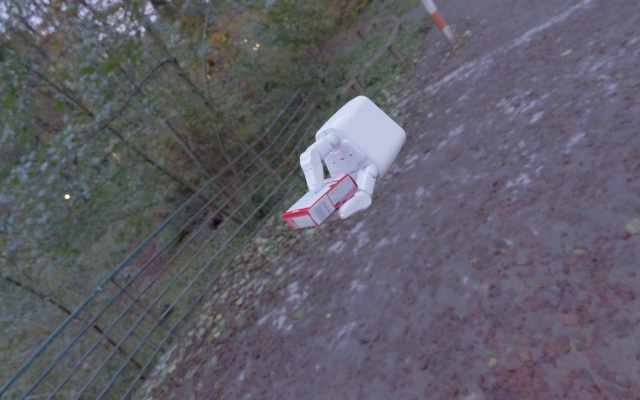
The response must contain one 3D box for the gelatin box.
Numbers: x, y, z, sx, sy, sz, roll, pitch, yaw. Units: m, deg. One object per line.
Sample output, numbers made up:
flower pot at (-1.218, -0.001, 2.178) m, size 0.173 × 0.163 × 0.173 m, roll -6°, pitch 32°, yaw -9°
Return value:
gelatin box at (0.000, 0.002, 0.665) m, size 0.089 × 0.030 × 0.073 m, roll -42°, pitch 15°, yaw -29°
